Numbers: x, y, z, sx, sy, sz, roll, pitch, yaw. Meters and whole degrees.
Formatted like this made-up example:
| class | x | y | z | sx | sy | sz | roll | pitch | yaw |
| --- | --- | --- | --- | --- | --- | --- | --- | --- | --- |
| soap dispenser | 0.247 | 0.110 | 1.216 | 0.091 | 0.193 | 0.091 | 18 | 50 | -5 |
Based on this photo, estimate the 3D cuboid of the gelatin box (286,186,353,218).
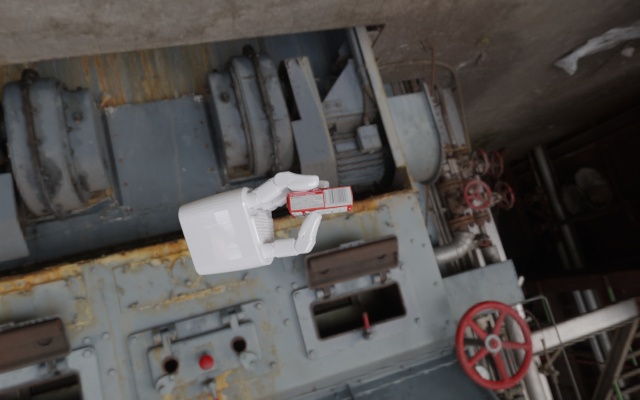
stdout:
| class | x | y | z | sx | sy | sz | roll | pitch | yaw |
| --- | --- | --- | --- | --- | --- | --- | --- | --- | --- |
| gelatin box | 0.000 | 0.003 | 0.672 | 0.089 | 0.030 | 0.073 | -7 | -8 | 2 |
